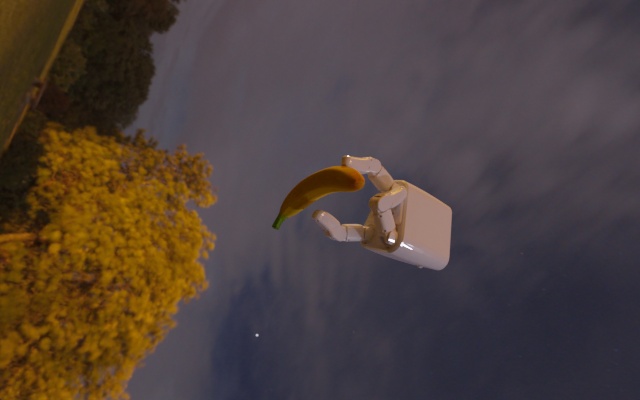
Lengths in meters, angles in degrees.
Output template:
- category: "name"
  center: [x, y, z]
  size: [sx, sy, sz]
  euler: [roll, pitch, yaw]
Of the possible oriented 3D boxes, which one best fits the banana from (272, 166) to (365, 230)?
- category: "banana"
  center: [0.000, -0.013, 0.693]
  size: [0.037, 0.069, 0.198]
  euler: [25, -35, -30]
